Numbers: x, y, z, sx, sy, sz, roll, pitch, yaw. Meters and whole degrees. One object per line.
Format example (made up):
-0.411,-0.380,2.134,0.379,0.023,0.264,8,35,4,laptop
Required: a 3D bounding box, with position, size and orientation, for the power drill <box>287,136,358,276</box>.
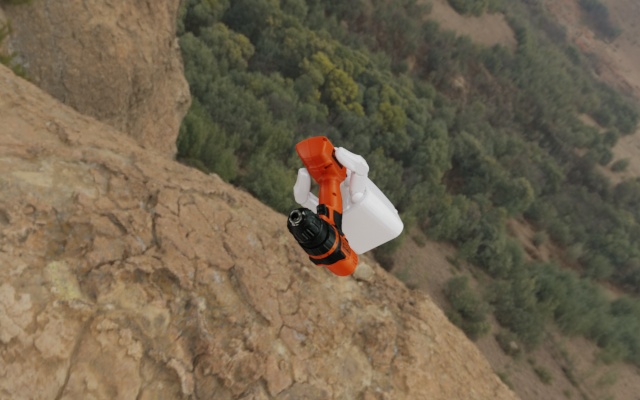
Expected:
0.000,0.002,0.702,0.057,0.187,0.184,-12,-31,18,power drill
